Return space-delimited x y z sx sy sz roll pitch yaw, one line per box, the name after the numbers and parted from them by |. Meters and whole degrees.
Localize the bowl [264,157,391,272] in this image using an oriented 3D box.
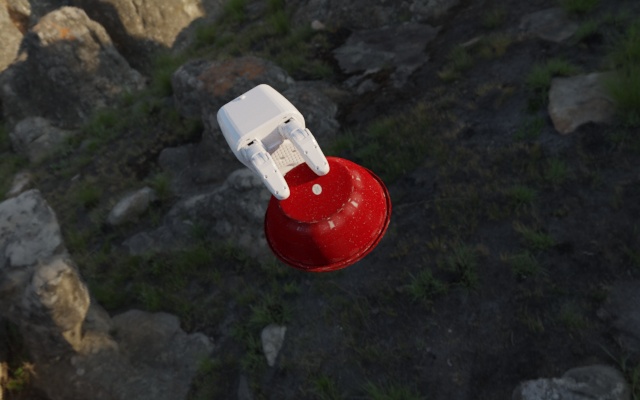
0.001 0.002 0.569 0.162 0.162 0.055 0 -34 17 | bowl
